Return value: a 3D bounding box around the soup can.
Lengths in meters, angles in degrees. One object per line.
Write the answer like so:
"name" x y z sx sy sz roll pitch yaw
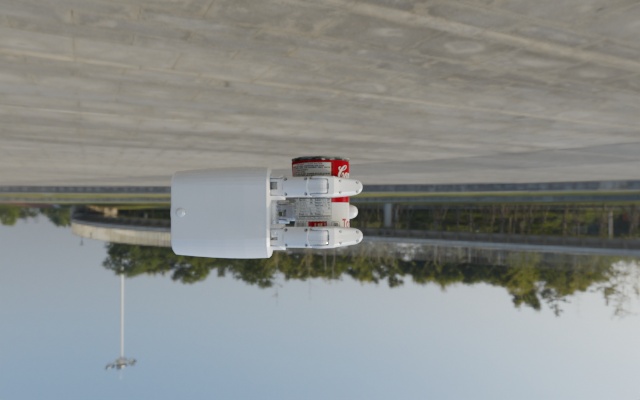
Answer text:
"soup can" 0.001 0.002 0.561 0.068 0.102 0.068 0 -1 0
